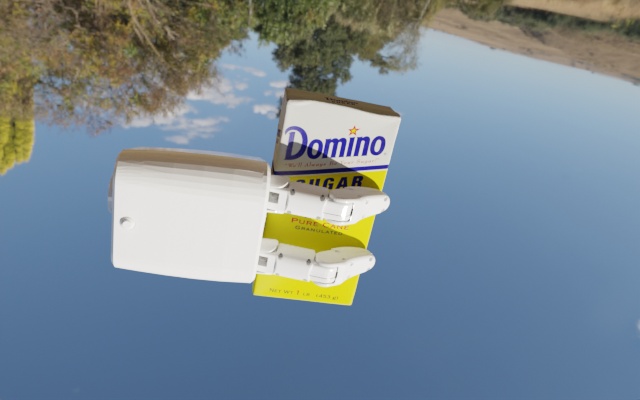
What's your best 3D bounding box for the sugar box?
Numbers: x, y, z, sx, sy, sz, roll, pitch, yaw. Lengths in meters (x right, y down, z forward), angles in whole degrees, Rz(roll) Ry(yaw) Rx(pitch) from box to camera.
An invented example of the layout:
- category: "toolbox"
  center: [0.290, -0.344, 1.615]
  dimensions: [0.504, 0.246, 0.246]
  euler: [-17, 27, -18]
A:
- category: "sugar box"
  center: [0.000, 0.002, 0.408]
  dimensions: [0.093, 0.176, 0.048]
  euler: [7, 24, -11]
